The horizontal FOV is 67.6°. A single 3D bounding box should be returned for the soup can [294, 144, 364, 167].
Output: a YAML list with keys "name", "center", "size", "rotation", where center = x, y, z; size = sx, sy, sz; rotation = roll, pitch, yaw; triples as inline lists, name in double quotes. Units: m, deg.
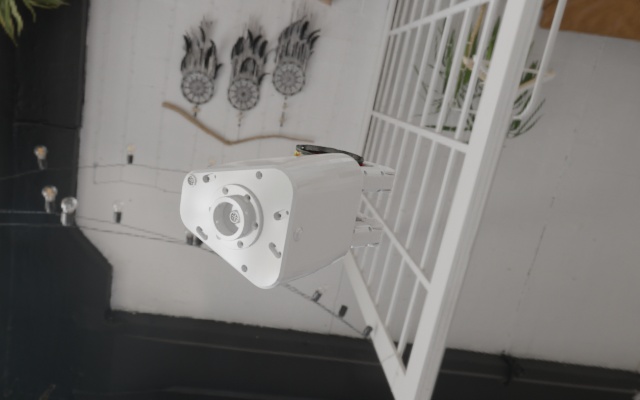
- name: "soup can"
  center: [0.000, 0.002, 0.474]
  size: [0.068, 0.102, 0.068]
  rotation: [10, 14, -2]
